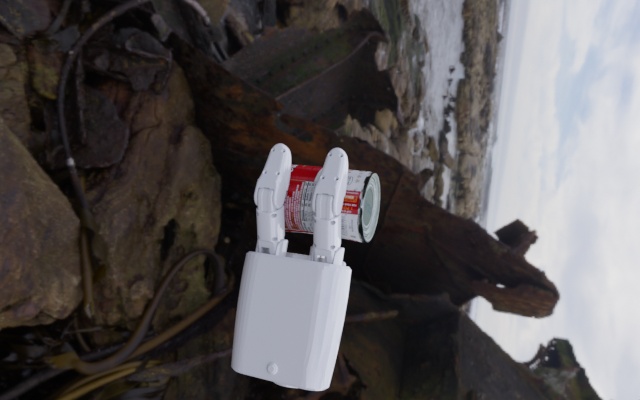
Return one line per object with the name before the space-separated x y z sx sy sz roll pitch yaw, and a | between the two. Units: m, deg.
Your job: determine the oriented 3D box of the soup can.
soup can | 0.000 0.001 0.458 0.102 0.068 0.068 6 2 19
